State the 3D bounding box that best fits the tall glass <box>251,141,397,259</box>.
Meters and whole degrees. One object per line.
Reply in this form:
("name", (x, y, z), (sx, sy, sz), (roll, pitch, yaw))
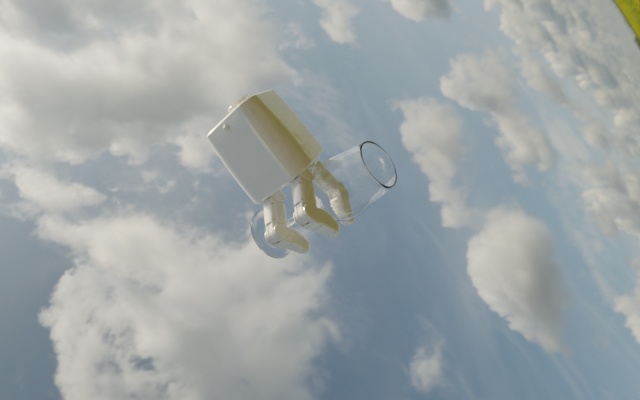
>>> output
("tall glass", (0.000, 0.002, 0.604), (0.201, 0.079, 0.079), (-33, -21, 36))
